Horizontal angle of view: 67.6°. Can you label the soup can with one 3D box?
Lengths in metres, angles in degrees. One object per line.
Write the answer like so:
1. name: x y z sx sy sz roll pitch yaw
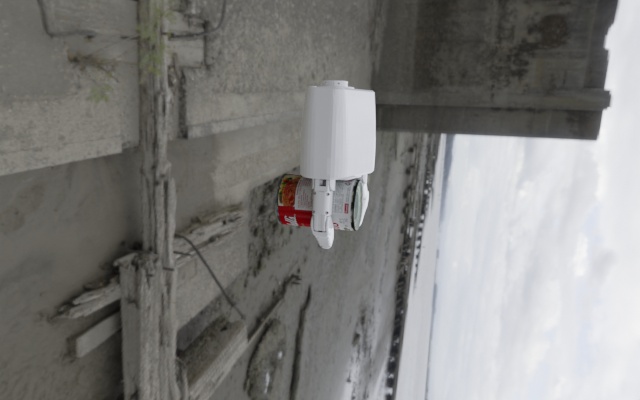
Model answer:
1. soup can: 0.000 0.003 0.621 0.102 0.068 0.068 5 1 14
